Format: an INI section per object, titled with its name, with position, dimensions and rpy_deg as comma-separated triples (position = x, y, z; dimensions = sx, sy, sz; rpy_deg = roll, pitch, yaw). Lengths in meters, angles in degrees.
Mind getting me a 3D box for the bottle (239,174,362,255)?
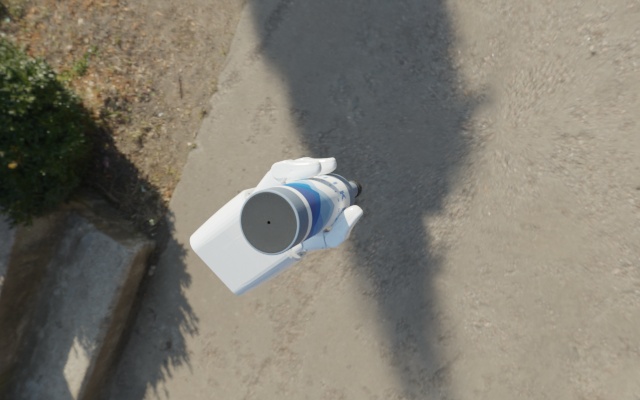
[bottle]
position = 0.000, 0.002, 0.606
dimensions = 0.069, 0.069, 0.295
rpy_deg = 0, 8, 21
